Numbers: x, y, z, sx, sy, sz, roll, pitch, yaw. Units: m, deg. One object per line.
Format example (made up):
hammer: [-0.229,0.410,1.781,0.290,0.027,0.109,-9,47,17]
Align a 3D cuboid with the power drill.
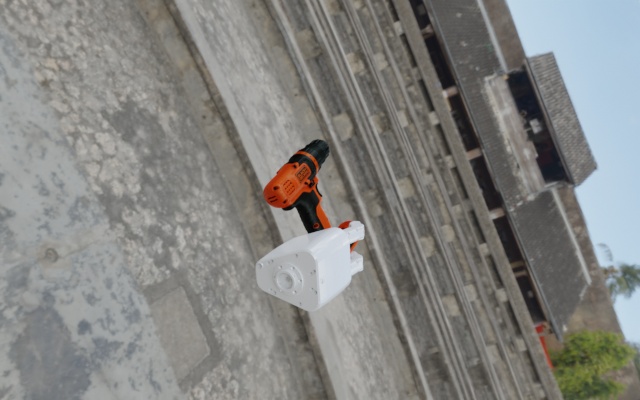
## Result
power drill: [0.000,0.003,0.825,0.057,0.188,0.184,-20,21,42]
